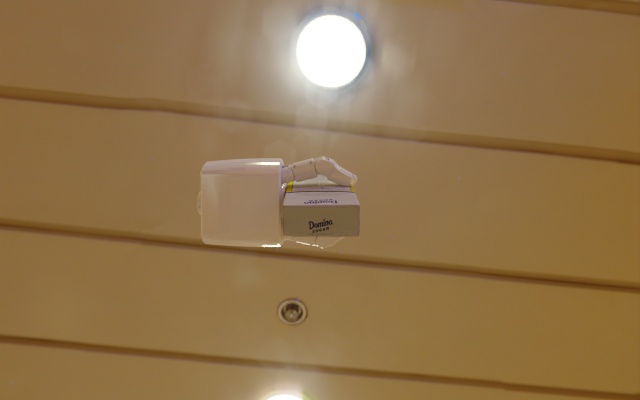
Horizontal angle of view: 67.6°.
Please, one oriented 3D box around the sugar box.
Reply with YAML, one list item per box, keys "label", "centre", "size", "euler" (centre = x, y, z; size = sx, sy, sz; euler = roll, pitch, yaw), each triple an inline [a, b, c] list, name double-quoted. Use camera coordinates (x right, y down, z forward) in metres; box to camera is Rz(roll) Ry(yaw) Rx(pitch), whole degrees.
- label: "sugar box"
  centre: [0.000, 0.003, 0.640]
  size: [0.093, 0.048, 0.176]
  euler: [0, 17, 0]
